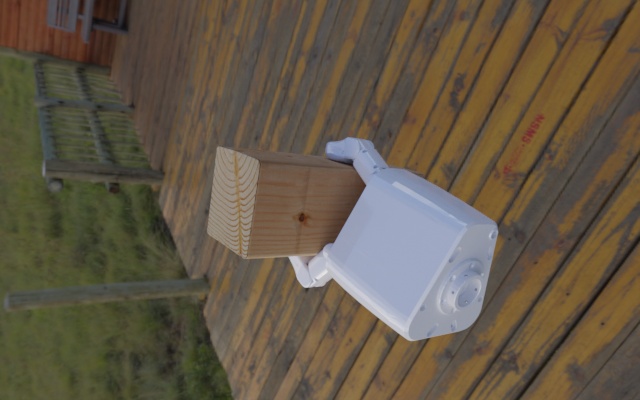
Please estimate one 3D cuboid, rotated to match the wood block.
[{"bbox_3d":[0.000,0.001,0.499,0.206,0.091,0.090,2,12,-37],"label":"wood block"}]
